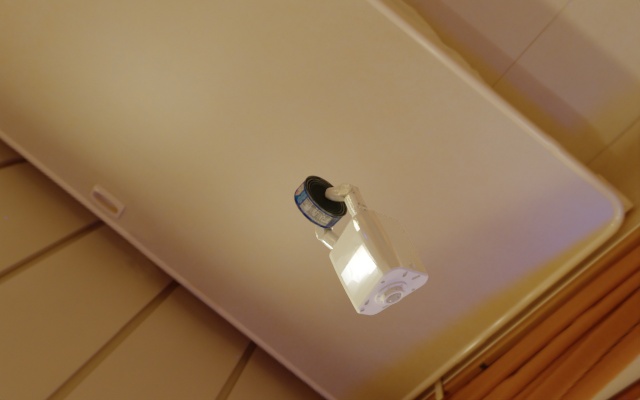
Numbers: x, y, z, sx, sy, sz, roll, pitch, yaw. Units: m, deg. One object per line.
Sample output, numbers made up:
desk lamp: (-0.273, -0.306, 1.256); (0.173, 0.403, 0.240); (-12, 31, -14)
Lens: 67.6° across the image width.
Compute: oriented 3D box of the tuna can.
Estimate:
tuna can: (0.000, 0.003, 0.768); (0.034, 0.086, 0.086); (-46, -26, 28)
